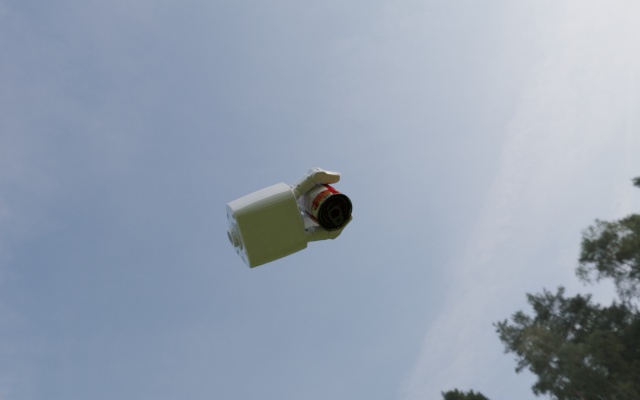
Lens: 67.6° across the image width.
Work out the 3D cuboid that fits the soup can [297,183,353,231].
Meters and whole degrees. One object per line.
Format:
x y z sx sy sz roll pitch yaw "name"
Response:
0.000 0.002 0.830 0.068 0.068 0.102 0 21 -31 "soup can"
